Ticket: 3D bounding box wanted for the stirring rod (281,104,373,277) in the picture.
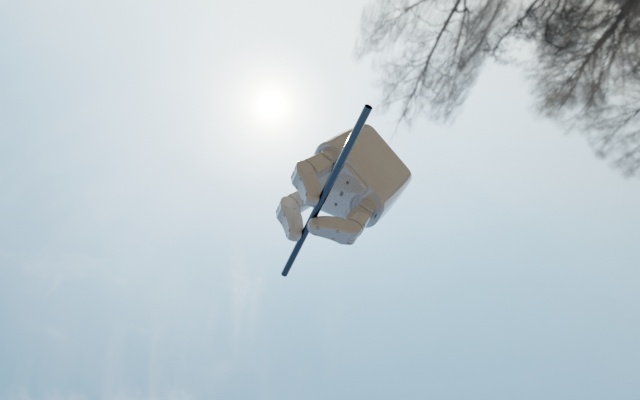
[{"bbox_3d":[0.000,0.002,0.505,0.011,0.240,0.011,17,37,-13],"label":"stirring rod"}]
